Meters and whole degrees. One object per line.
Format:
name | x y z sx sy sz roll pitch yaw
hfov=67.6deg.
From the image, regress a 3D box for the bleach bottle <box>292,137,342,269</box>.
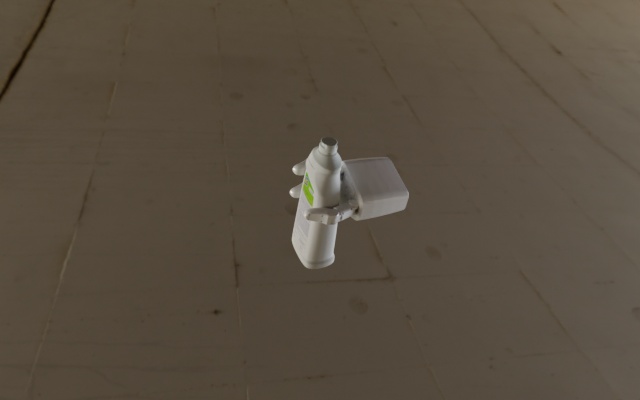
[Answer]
bleach bottle | 0.000 0.003 0.873 0.068 0.251 0.102 -10 42 -24
